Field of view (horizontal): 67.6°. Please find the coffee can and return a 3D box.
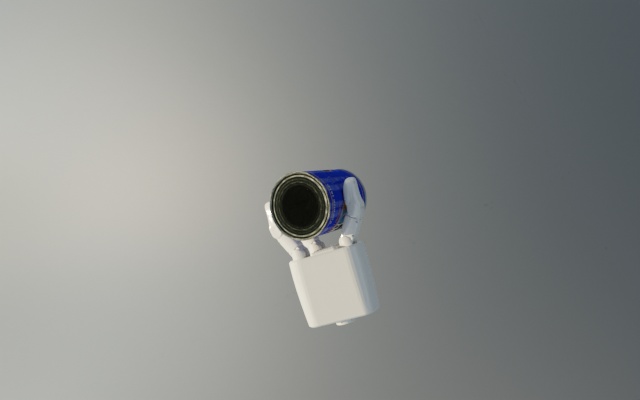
[{"bbox_3d":[0.000,0.002,0.756,0.103,0.103,0.140,0,5,28],"label":"coffee can"}]
